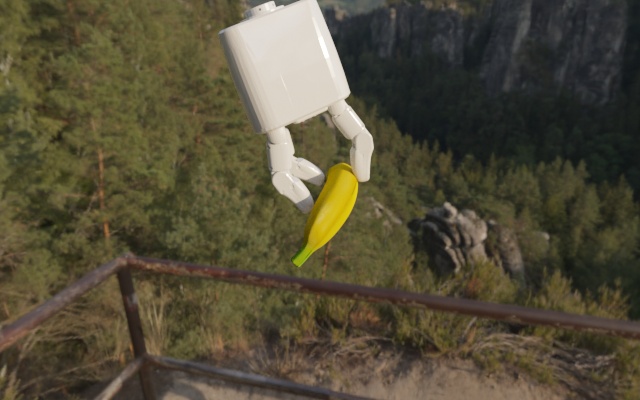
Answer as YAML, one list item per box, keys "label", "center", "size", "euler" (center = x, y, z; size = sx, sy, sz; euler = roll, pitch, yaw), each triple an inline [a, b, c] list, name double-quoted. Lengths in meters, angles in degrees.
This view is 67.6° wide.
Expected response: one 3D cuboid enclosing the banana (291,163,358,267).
- label: "banana"
  center: [0.013, -0.005, 0.549]
  size: [0.070, 0.037, 0.197]
  euler: [-32, 16, 29]
